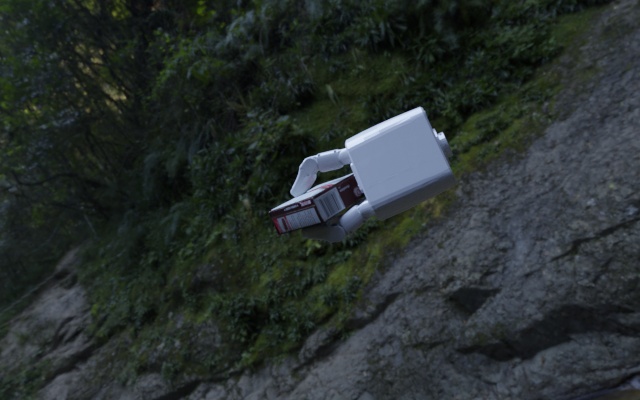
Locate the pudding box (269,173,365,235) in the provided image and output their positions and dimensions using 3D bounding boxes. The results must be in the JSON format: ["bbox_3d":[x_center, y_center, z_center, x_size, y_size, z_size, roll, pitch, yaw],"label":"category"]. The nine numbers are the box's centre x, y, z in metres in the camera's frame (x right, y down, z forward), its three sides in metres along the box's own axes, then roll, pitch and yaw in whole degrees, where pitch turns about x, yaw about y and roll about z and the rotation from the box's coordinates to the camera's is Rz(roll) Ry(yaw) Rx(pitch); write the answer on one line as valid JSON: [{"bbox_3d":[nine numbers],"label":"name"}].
[{"bbox_3d":[0.000,0.002,0.645,0.090,0.039,0.113,-19,6,43],"label":"pudding box"}]
